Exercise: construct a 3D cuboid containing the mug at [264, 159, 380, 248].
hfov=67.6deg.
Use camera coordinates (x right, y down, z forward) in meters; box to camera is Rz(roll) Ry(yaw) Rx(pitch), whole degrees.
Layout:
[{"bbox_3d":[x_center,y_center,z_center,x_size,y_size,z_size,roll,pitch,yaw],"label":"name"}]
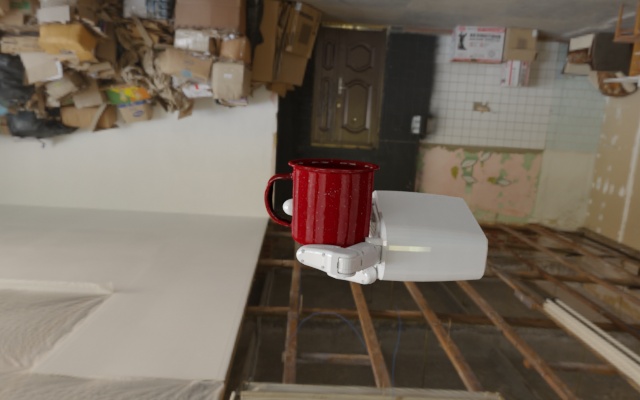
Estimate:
[{"bbox_3d":[-0.001,0.002,0.493,0.117,0.081,0.093,3,11,-1],"label":"mug"}]
